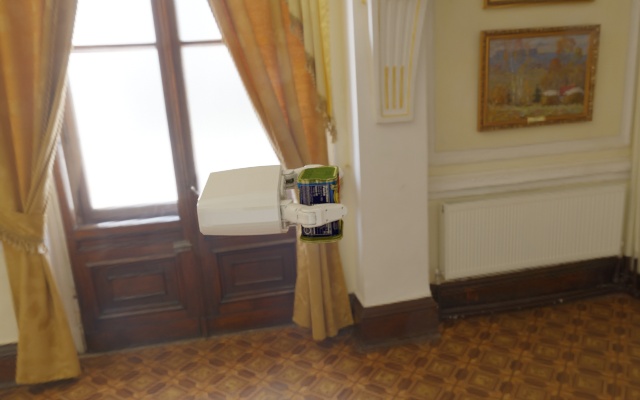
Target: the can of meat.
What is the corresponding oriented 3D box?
[{"bbox_3d":[0.000,0.002,0.647,0.057,0.084,0.102,-3,14,5],"label":"can of meat"}]
